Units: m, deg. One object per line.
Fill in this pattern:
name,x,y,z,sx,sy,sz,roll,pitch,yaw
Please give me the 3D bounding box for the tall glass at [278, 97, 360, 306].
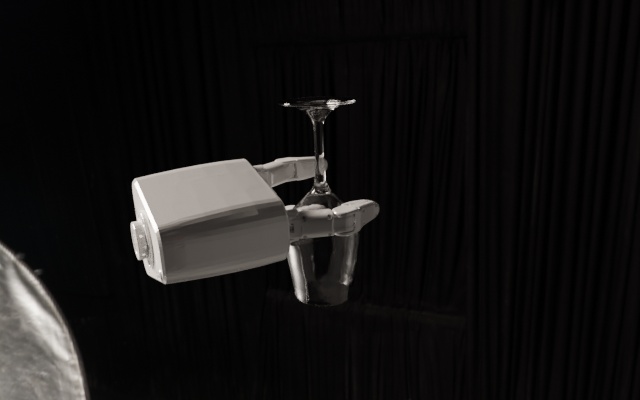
tall glass,0.000,0.001,0.475,0.079,0.201,0.079,-2,17,1
